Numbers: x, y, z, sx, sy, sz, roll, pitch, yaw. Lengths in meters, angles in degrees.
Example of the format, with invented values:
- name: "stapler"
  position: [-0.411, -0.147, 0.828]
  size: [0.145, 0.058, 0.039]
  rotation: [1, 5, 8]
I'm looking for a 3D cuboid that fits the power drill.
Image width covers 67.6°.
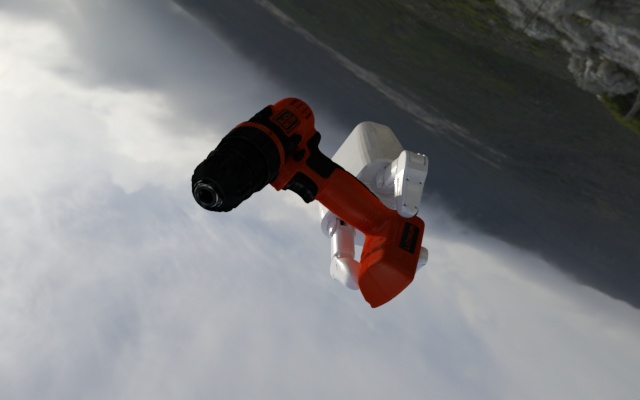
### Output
- name: "power drill"
  position: [0.000, 0.002, 0.403]
  size: [0.057, 0.187, 0.184]
  rotation: [-42, 8, 33]
